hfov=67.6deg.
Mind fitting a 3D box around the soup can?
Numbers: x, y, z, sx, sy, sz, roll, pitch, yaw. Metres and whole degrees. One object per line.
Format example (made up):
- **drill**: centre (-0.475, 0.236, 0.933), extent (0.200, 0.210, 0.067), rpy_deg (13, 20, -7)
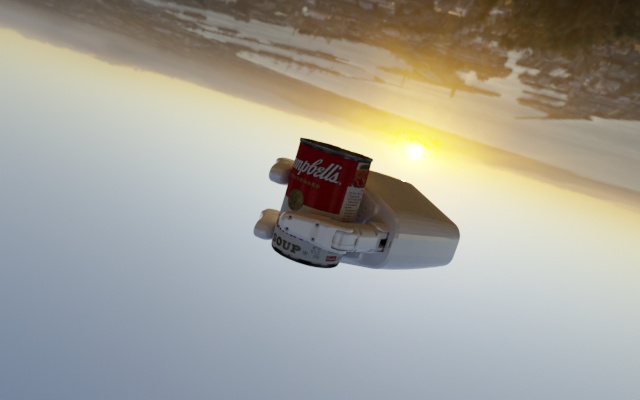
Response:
- **soup can**: centre (0.000, 0.002, 0.431), extent (0.068, 0.102, 0.068), rpy_deg (16, 10, -3)
